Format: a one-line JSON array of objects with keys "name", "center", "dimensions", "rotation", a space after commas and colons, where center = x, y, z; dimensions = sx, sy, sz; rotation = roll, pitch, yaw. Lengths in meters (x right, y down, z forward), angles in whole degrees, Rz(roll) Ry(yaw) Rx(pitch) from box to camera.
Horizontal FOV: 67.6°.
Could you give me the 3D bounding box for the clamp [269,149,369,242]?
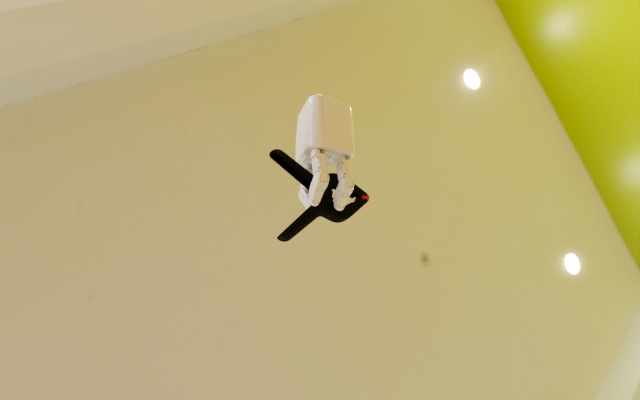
[{"name": "clamp", "center": [0.000, 0.003, 0.871], "dimensions": [0.210, 0.164, 0.036], "rotation": [11, -20, -32]}]
